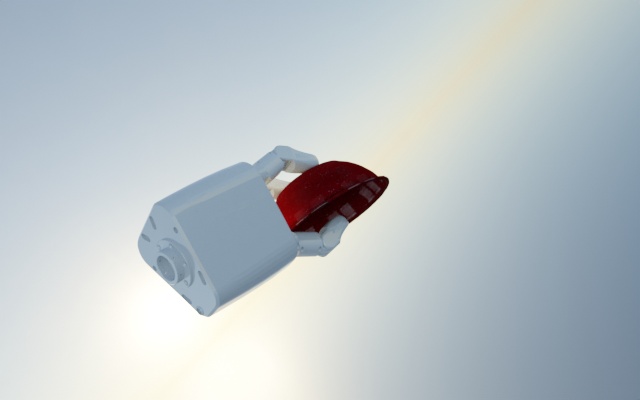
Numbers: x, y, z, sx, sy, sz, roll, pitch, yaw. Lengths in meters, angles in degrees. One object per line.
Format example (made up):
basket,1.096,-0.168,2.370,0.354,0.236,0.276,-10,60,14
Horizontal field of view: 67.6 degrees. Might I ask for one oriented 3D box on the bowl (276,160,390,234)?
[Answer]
bowl,0.001,0.001,0.564,0.162,0.055,0.162,-31,-16,-10
